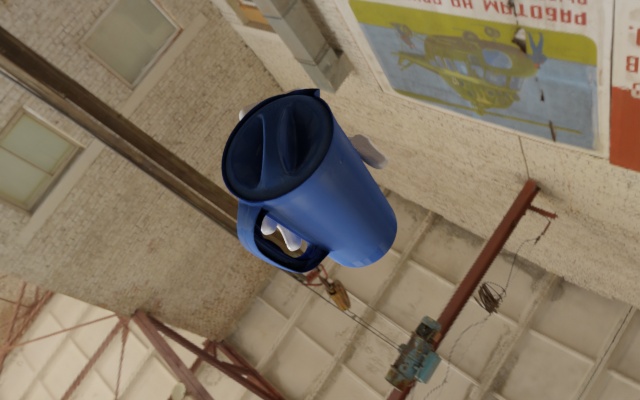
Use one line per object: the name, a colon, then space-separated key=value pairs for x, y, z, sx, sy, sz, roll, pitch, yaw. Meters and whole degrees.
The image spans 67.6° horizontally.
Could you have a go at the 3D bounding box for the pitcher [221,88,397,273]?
pitcher: x=0.000 y=0.002 z=0.569 sx=0.149 sy=0.145 sz=0.243 roll=-33 pitch=-38 yaw=10
